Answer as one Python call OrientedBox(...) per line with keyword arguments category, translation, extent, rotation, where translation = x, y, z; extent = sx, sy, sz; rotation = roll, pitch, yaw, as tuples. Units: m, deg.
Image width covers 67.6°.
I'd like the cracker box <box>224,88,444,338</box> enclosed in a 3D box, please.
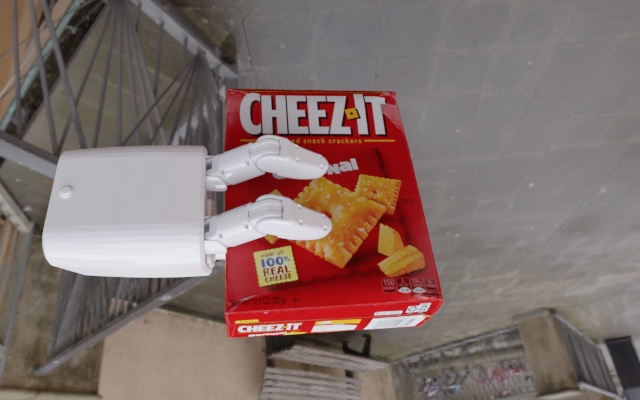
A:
OrientedBox(category="cracker box", translation=(0.000, 0.002, 0.415), extent=(0.164, 0.213, 0.072), rotation=(-1, -30, -9))
